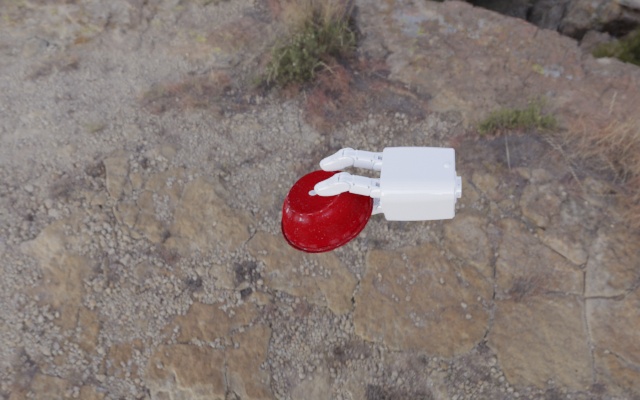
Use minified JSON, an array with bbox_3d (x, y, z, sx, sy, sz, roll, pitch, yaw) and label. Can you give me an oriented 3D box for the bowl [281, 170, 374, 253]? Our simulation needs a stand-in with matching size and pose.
[{"bbox_3d":[-0.001,0.003,0.760,0.162,0.162,0.055,0,-38,28],"label":"bowl"}]
